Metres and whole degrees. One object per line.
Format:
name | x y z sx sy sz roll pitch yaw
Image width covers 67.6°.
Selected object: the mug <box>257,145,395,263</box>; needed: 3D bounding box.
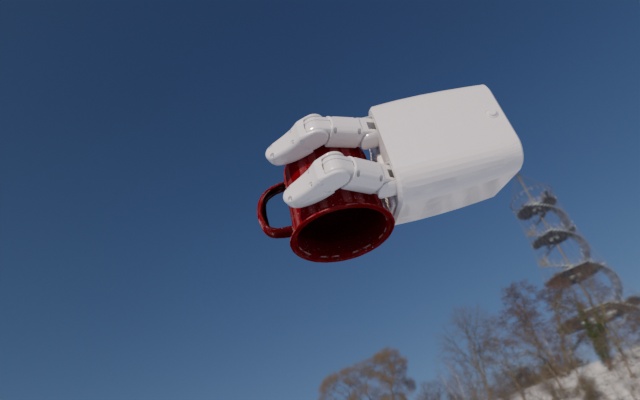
mug | -0.001 0.002 0.436 0.117 0.081 0.093 -13 -34 -1
